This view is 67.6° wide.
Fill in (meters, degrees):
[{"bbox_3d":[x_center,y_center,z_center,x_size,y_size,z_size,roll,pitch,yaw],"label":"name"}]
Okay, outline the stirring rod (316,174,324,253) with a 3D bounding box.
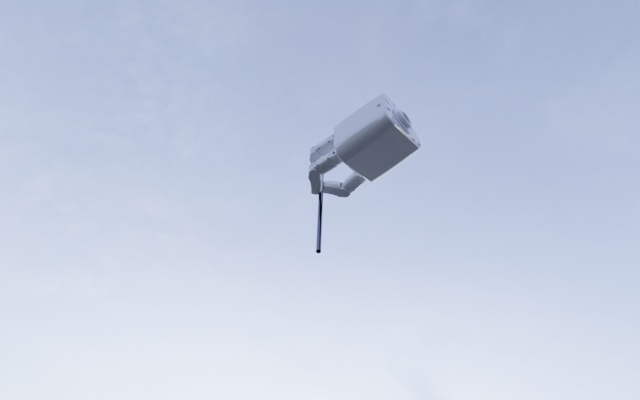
[{"bbox_3d":[0.000,0.003,0.814,0.011,0.011,0.239,0,38,2],"label":"stirring rod"}]
